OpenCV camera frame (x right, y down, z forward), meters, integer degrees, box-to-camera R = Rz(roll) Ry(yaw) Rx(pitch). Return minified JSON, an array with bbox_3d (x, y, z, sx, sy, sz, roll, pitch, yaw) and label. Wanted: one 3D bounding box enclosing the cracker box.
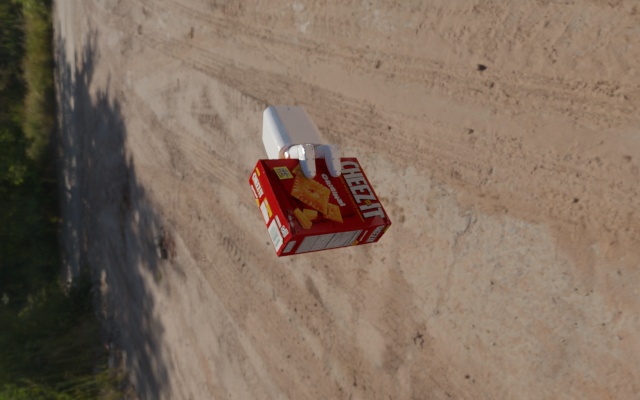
[{"bbox_3d":[0.000,0.003,0.855,0.213,0.164,0.072,-5,-34,-32],"label":"cracker box"}]
